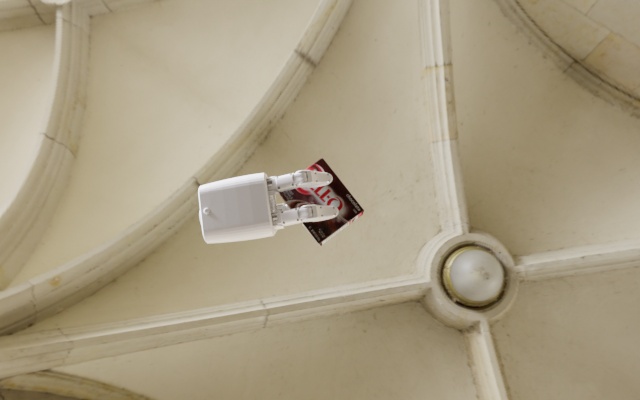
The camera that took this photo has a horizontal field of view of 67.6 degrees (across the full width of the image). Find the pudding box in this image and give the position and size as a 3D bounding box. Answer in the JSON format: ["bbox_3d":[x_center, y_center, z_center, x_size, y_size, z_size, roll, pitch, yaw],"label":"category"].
[{"bbox_3d":[0.000,0.003,0.760,0.090,0.113,0.039,-37,-10,-7],"label":"pudding box"}]
